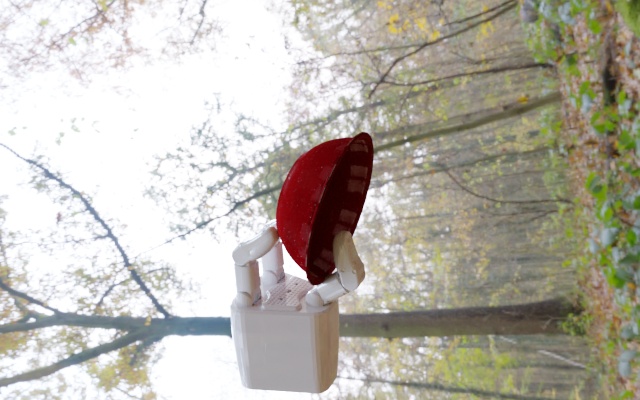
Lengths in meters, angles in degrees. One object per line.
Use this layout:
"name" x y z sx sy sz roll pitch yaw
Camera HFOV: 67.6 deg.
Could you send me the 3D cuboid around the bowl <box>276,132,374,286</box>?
"bowl" 0.000 0.000 0.488 0.055 0.162 0.162 20 6 18
